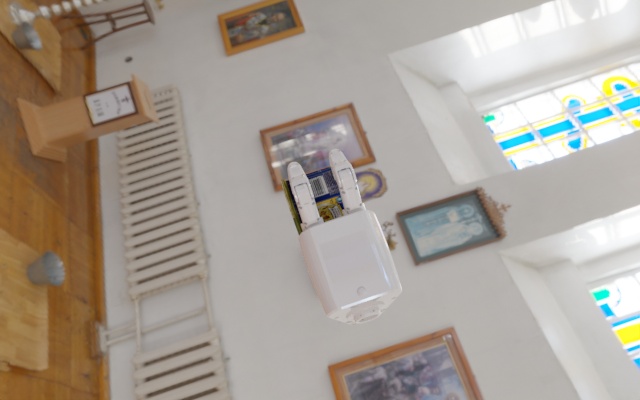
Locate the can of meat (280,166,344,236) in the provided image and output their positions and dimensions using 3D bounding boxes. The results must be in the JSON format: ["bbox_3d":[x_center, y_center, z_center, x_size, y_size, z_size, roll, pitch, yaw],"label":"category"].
[{"bbox_3d":[0.000,0.002,0.635,0.084,0.057,0.102,-18,-30,-3],"label":"can of meat"}]
